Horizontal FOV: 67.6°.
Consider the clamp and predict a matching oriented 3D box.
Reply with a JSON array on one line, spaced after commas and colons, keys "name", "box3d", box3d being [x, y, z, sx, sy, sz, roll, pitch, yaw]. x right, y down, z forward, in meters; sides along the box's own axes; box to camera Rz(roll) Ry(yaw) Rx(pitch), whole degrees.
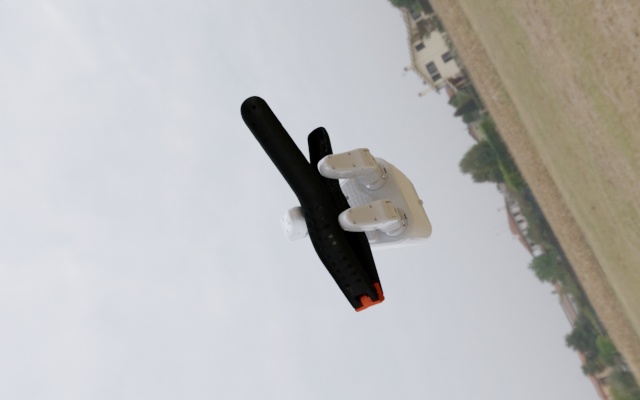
[{"name": "clamp", "box3d": [0.000, 0.002, 0.448, 0.036, 0.210, 0.164, -28, -18, 20]}]
